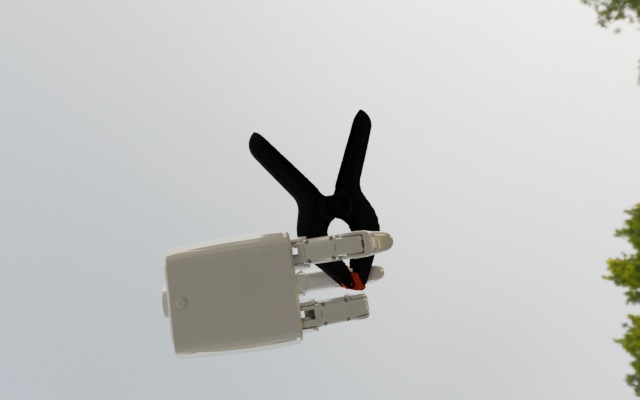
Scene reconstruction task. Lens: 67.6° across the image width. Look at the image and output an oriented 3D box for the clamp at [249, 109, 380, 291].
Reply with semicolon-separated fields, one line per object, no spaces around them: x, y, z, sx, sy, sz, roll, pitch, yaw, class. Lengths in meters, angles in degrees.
0.000;0.002;0.445;0.120;0.171;0.039;-7;-7;-9;clamp
